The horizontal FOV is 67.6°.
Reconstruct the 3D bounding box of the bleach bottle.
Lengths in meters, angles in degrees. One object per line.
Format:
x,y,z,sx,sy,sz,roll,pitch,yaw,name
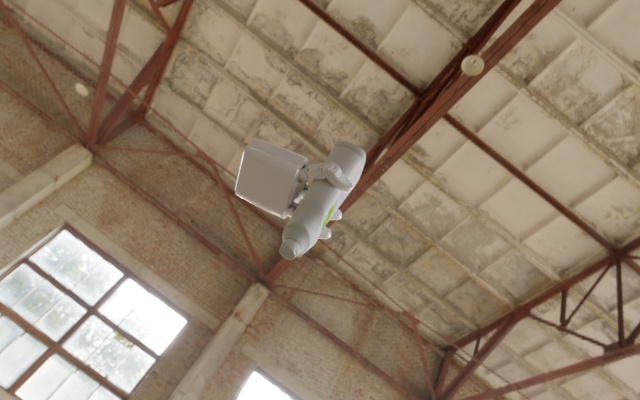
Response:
0.000,0.003,0.827,0.068,0.103,0.250,24,45,11,bleach bottle
